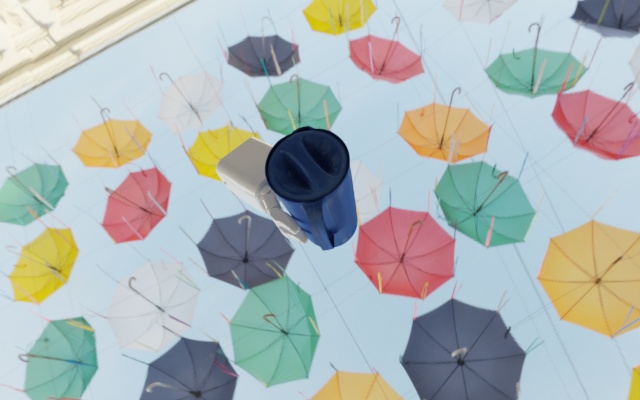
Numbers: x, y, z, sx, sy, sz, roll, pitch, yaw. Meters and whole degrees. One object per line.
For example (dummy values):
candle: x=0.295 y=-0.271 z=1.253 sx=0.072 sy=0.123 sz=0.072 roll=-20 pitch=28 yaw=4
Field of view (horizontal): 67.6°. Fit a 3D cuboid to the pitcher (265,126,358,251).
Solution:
pitcher: x=0.000 y=0.003 z=0.825 sx=0.145 sy=0.149 sz=0.243 roll=30 pitch=-17 yaw=23
